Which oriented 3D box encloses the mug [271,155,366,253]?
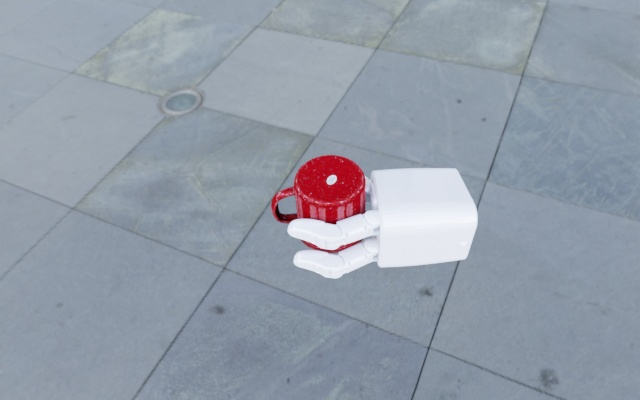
[{"bbox_3d":[-0.001,0.002,0.563,0.117,0.093,0.082,-4,-41,0],"label":"mug"}]
